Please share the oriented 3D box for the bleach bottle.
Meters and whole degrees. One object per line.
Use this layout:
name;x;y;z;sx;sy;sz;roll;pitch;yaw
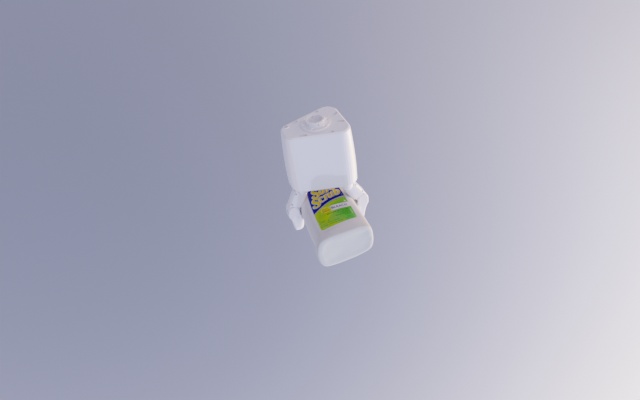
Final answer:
bleach bottle;0.000;0.003;0.863;0.102;0.068;0.250;-19;41;-11
